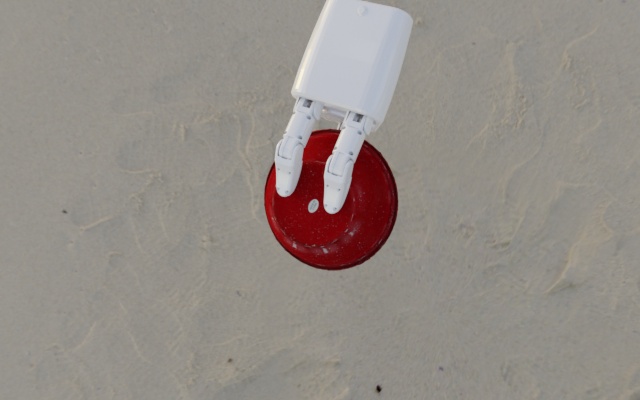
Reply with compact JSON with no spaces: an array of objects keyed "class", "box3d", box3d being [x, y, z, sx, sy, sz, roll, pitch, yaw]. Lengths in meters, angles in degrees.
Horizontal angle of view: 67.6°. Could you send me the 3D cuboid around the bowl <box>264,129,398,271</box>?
[{"class":"bowl","box3d":[0.000,0.003,0.520,0.162,0.162,0.055,0,4,20]}]
